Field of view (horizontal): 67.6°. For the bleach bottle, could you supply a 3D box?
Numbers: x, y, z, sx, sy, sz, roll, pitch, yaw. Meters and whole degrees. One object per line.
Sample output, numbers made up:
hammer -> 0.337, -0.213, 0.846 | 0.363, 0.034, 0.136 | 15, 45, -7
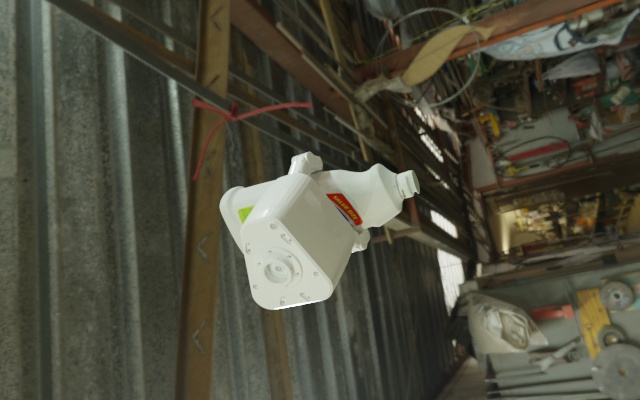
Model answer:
bleach bottle -> 0.000, 0.002, 0.618 | 0.251, 0.102, 0.068 | -16, 20, 22
